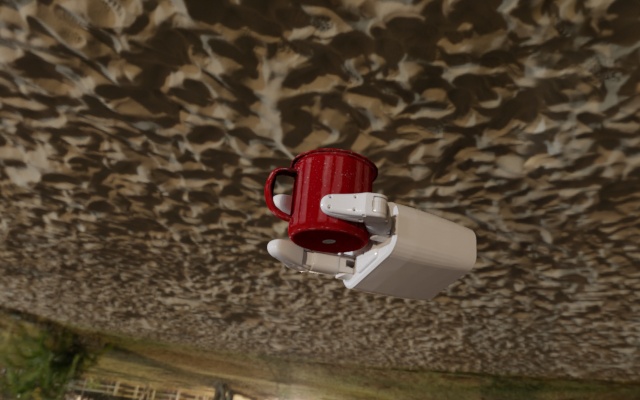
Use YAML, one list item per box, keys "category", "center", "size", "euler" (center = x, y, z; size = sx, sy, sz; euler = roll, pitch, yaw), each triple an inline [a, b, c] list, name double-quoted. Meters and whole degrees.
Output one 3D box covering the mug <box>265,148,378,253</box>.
- category: "mug"
  center: [-0.001, 0.001, 0.486]
  size: [0.117, 0.081, 0.093]
  euler: [15, -25, -20]
